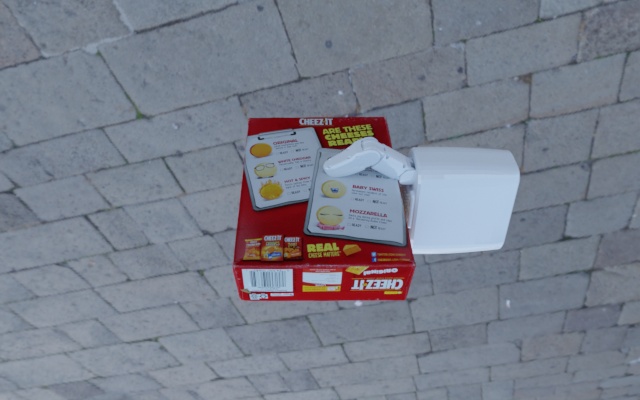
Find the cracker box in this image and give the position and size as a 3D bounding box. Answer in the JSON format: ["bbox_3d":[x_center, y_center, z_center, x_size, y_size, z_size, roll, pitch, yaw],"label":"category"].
[{"bbox_3d":[0.000,0.002,0.510,0.164,0.213,0.072,-1,-43,-2],"label":"cracker box"}]
